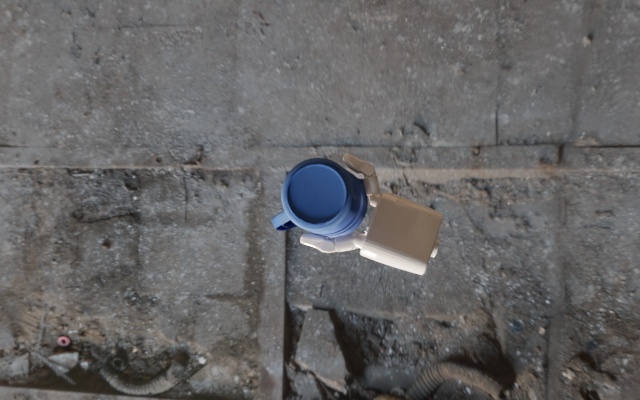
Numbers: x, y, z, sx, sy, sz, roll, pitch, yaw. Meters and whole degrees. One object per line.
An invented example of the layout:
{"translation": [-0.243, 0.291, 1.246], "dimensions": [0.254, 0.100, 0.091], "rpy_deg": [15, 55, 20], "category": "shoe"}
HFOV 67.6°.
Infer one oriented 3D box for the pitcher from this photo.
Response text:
{"translation": [0.000, 0.003, 0.801], "dimensions": [0.145, 0.149, 0.243], "rpy_deg": [21, 0, 8], "category": "pitcher"}
